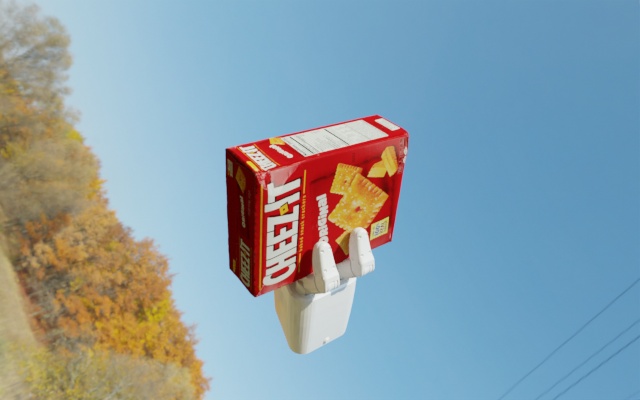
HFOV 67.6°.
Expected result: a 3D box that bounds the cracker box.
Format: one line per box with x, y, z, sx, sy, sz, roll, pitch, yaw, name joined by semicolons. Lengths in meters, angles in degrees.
0.000;0.002;0.566;0.213;0.164;0.072;-18;38;-33;cracker box
